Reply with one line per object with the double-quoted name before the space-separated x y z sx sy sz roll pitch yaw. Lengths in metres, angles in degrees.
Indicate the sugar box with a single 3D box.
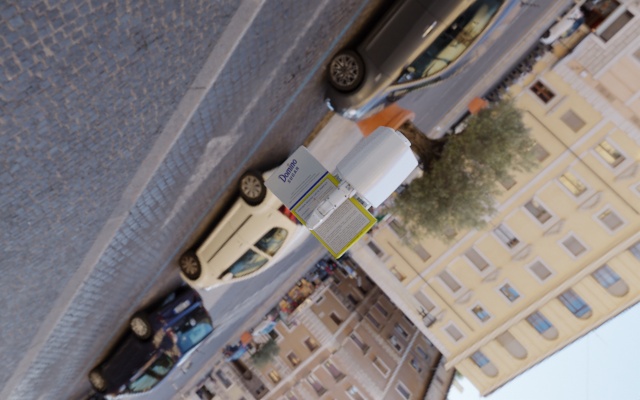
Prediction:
"sugar box" 0.000 0.003 0.794 0.093 0.176 0.048 -44 -8 4
